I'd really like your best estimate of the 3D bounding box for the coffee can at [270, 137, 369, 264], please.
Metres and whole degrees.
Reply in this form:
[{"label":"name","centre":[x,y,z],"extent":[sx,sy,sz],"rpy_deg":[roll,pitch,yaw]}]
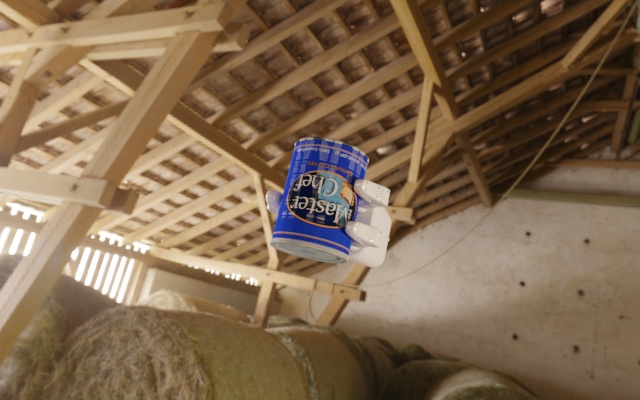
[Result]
[{"label":"coffee can","centre":[0.000,0.002,0.624],"extent":[0.103,0.140,0.103],"rpy_deg":[12,-14,3]}]
